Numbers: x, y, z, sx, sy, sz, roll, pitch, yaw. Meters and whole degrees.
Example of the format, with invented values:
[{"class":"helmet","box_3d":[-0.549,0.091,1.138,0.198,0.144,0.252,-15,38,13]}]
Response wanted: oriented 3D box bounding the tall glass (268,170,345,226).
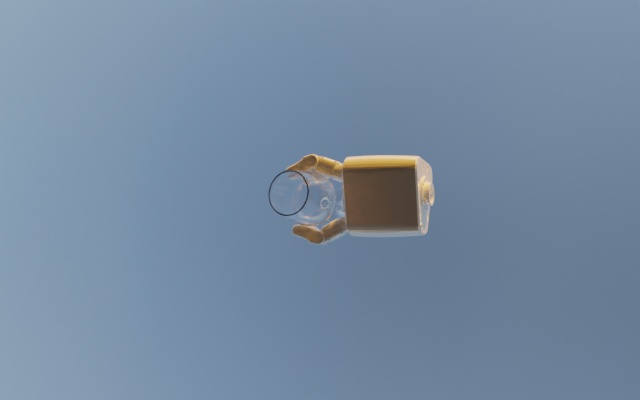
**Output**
[{"class":"tall glass","box_3d":[0.000,0.003,0.720,0.079,0.079,0.201,0,-7,26]}]
